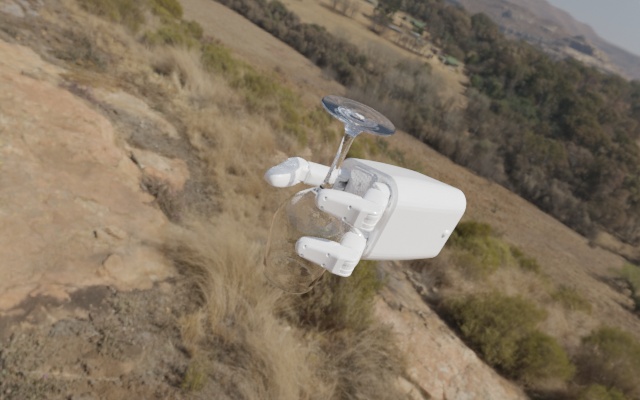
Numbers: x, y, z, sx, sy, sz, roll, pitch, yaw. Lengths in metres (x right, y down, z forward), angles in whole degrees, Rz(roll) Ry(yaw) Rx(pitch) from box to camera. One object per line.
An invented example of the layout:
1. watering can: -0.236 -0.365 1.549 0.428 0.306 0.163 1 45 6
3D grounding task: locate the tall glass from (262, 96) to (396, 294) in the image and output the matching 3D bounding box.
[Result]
1. tall glass: 0.000 0.001 0.485 0.079 0.201 0.079 19 28 -10
